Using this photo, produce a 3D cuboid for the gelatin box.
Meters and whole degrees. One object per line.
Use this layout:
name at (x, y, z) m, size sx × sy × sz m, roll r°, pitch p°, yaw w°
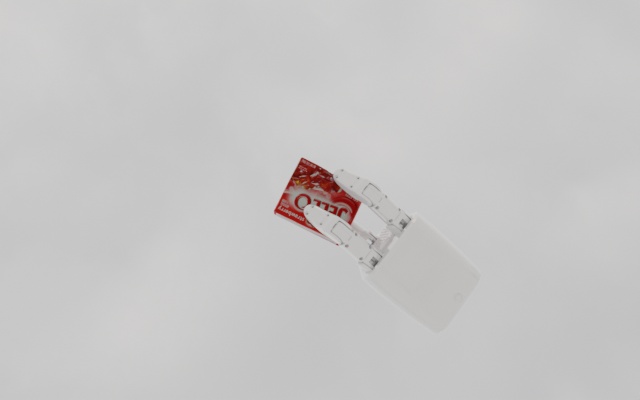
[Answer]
gelatin box at (0.000, 0.002, 0.564) m, size 0.089 × 0.073 × 0.030 m, roll 27°, pitch -11°, yaw -1°
